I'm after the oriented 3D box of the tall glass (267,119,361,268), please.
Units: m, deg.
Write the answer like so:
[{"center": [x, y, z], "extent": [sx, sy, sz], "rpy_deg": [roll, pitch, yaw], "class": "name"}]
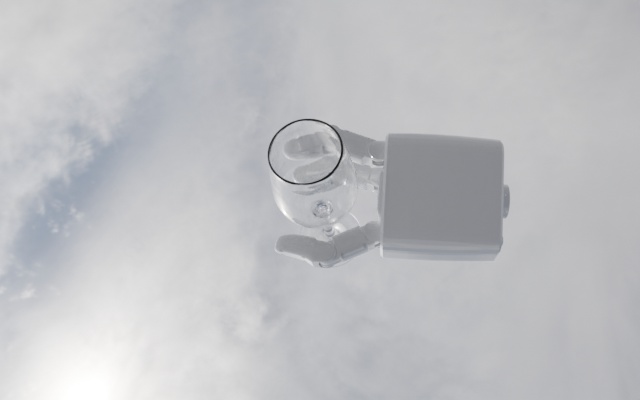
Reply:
[{"center": [0.000, 0.002, 0.469], "extent": [0.079, 0.079, 0.201], "rpy_deg": [0, -24, 8], "class": "tall glass"}]
